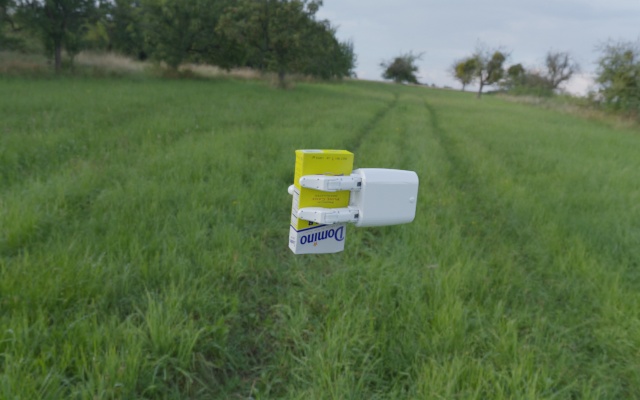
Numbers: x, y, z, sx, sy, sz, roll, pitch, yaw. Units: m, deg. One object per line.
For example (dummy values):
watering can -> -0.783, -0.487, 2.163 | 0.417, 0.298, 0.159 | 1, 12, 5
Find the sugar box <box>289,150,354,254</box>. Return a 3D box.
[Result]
sugar box -> 0.000, 0.003, 0.816 | 0.093, 0.176, 0.048 | -1, 14, -20
